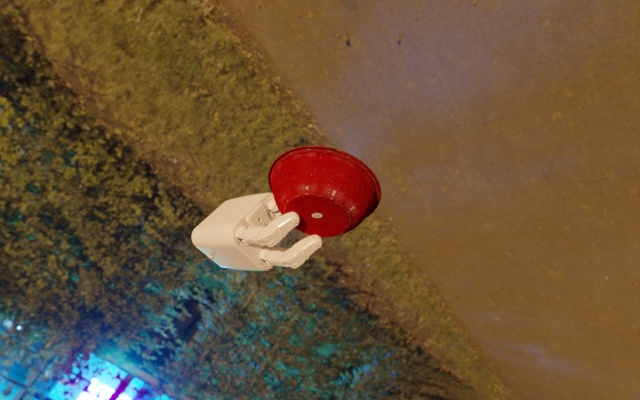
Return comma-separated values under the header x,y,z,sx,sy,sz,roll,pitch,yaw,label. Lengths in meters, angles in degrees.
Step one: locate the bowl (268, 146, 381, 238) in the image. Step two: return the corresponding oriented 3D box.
x,y,z,sx,sy,sz,roll,pitch,yaw,label
0.001,0.002,0.653,0.162,0.055,0.162,8,-40,7,bowl
